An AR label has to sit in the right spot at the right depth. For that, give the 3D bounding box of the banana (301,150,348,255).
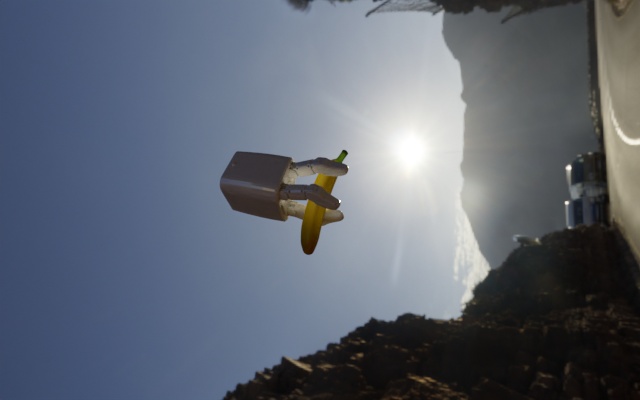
[{"bbox_3d":[-0.003,0.005,0.827,0.037,0.197,0.070,20,-20,-6],"label":"banana"}]
